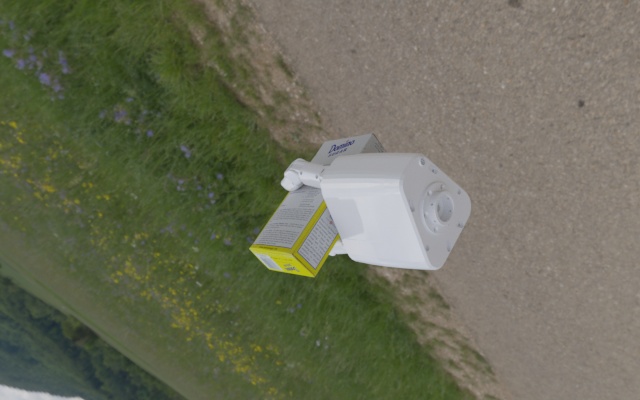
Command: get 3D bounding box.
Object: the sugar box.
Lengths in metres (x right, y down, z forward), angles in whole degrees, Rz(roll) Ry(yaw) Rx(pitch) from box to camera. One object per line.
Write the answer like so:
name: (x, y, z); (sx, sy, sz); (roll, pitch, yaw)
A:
sugar box: (0.000, 0.002, 0.553); (0.093, 0.176, 0.048); (0, -44, 52)
